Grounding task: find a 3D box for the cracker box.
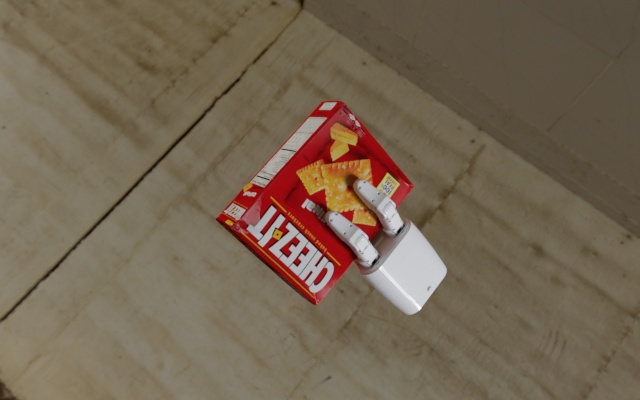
[{"bbox_3d":[0.000,0.002,0.625,0.164,0.213,0.072,46,-13,-25],"label":"cracker box"}]
